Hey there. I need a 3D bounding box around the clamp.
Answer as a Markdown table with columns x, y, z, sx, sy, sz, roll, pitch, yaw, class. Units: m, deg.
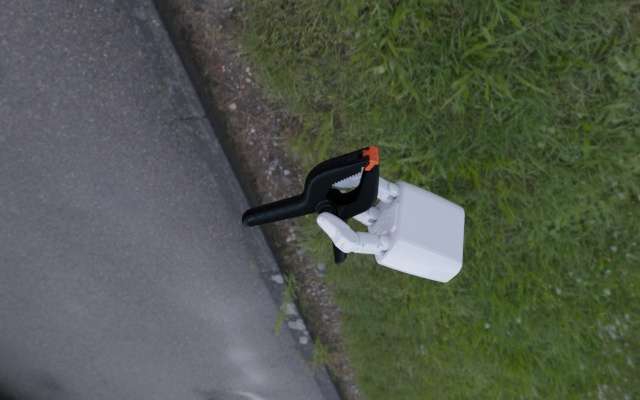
| x | y | z | sx | sy | sz | roll | pitch | yaw | class |
| --- | --- | --- | --- | --- | --- | --- | --- | --- | --- |
| 0.001 | 0.002 | 0.619 | 0.164 | 0.036 | 0.210 | 19 | -45 | -17 | clamp |
